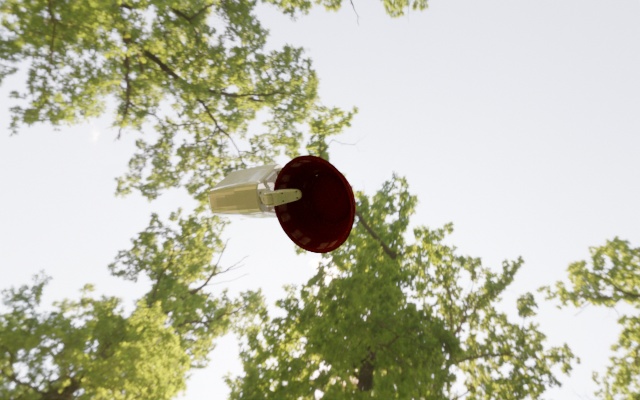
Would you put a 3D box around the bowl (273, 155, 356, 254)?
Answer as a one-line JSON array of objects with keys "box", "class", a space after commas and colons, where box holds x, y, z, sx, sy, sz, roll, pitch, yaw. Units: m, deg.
[{"box": [0.001, 0.003, 0.784, 0.162, 0.162, 0.055, 0, 11, 36], "class": "bowl"}]
